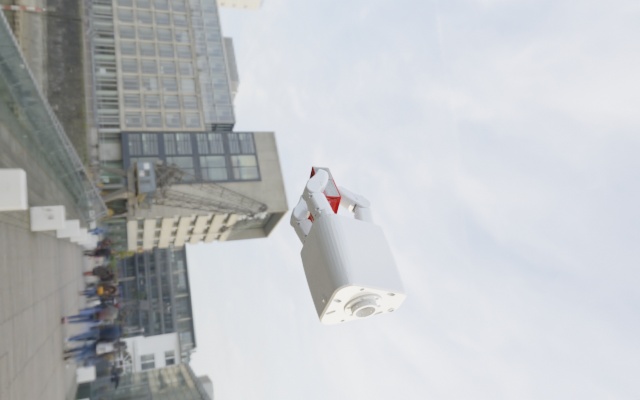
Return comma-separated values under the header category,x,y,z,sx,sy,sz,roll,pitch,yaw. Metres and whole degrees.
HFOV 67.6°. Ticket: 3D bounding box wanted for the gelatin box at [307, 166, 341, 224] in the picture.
category,x,y,z,sx,sy,sz,roll,pitch,yaw
gelatin box,0.000,0.002,0.708,0.030,0.073,0.089,4,33,-16
